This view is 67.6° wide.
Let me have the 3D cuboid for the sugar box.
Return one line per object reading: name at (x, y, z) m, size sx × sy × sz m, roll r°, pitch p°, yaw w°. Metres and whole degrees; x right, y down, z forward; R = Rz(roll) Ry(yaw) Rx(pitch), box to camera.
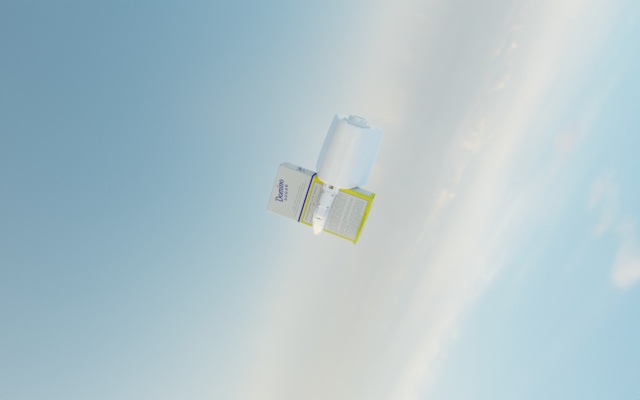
sugar box at (0.000, 0.003, 0.859) m, size 0.176 × 0.093 × 0.048 m, roll 22°, pitch 17°, yaw 9°
